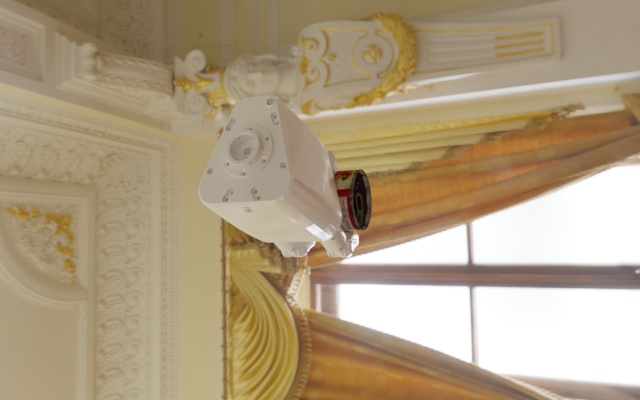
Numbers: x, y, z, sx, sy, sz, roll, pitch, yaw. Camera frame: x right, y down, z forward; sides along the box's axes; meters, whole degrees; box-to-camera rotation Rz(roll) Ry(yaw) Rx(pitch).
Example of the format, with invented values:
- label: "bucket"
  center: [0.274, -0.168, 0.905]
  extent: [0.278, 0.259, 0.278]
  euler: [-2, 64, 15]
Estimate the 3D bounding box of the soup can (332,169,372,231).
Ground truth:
- label: "soup can"
  center: [0.000, 0.002, 0.546]
  extent: [0.102, 0.068, 0.068]
  euler: [-3, -1, 22]
